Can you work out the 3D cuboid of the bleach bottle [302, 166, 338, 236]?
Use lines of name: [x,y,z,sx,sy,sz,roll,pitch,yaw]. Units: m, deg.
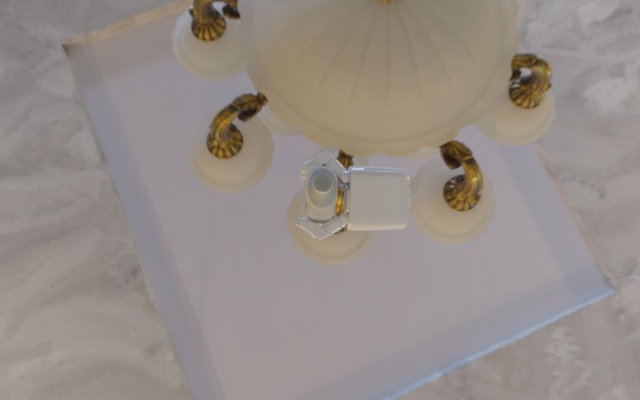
bleach bottle: [0.000,0.003,0.873,0.068,0.102,0.251,1,-10,-1]
